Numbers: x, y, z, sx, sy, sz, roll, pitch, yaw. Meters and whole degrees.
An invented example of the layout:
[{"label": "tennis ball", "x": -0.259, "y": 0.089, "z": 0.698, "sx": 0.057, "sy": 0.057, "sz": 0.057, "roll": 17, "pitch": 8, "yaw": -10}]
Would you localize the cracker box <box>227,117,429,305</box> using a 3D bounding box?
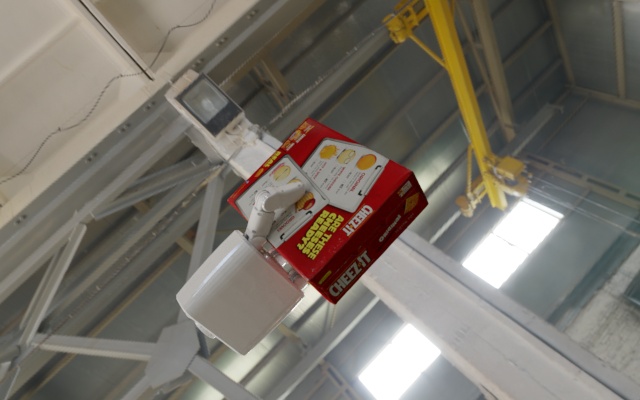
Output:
[{"label": "cracker box", "x": 0.000, "y": 0.002, "z": 0.596, "sx": 0.213, "sy": 0.164, "sz": 0.072, "roll": 37, "pitch": -10, "yaw": 47}]
